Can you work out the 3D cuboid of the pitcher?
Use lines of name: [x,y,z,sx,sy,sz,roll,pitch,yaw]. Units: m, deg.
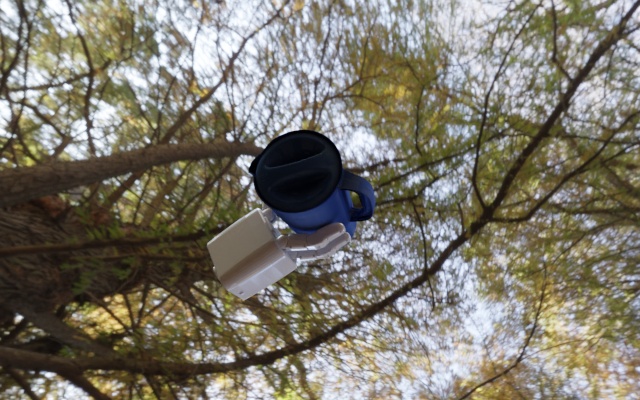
pitcher: [0.000,0.003,0.780,0.145,0.149,0.243,-33,-26,-2]
